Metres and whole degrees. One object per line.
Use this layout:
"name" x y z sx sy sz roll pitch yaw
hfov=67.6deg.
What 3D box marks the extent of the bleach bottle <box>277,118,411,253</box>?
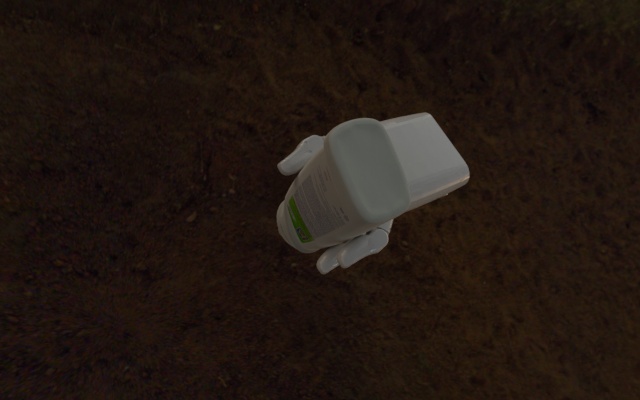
"bleach bottle" 0.000 0.002 0.541 0.068 0.102 0.251 -20 -5 -26
